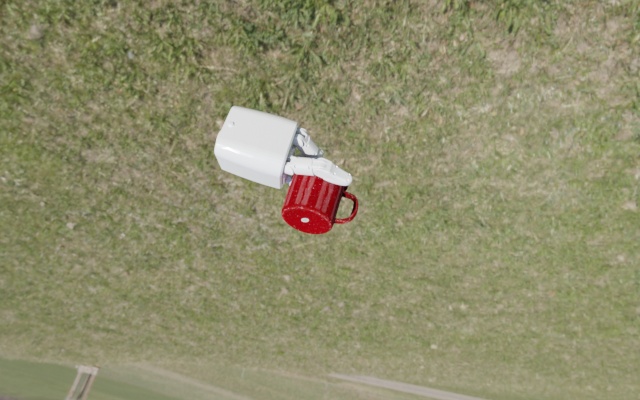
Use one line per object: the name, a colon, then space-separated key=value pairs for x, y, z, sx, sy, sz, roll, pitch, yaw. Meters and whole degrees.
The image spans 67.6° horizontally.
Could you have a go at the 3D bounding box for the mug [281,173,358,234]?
mug: x=0.001 y=0.003 z=0.734 sx=0.117 sy=0.081 sz=0.093 roll=17 pitch=-30 yaw=1
